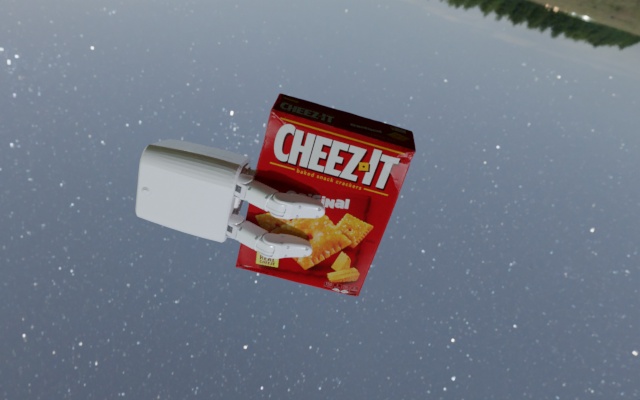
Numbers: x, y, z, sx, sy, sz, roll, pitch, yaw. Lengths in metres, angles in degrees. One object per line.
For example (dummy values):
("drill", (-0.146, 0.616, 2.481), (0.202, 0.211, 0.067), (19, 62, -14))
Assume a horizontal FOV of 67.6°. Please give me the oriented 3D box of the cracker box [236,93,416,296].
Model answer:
("cracker box", (0.000, 0.002, 0.575), (0.164, 0.214, 0.072), (15, 29, -4))
